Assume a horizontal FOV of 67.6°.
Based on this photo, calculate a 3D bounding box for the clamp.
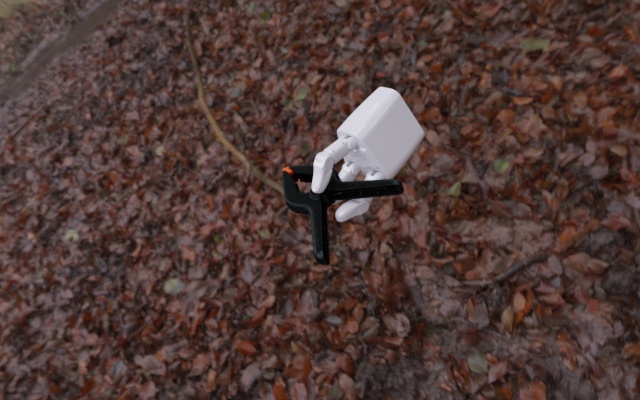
[{"bbox_3d":[0.000,0.002,0.727,0.210,0.164,0.036,26,-25,43],"label":"clamp"}]
